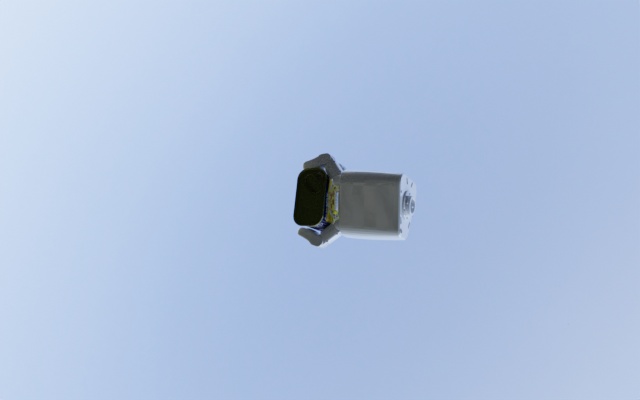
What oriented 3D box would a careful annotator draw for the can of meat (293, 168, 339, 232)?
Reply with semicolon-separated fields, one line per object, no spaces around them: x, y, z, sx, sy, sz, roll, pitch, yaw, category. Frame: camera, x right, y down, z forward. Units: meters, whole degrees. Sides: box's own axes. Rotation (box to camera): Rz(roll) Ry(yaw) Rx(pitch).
0.000;0.003;0.845;0.057;0.102;0.084;-1;-13;28;can of meat
